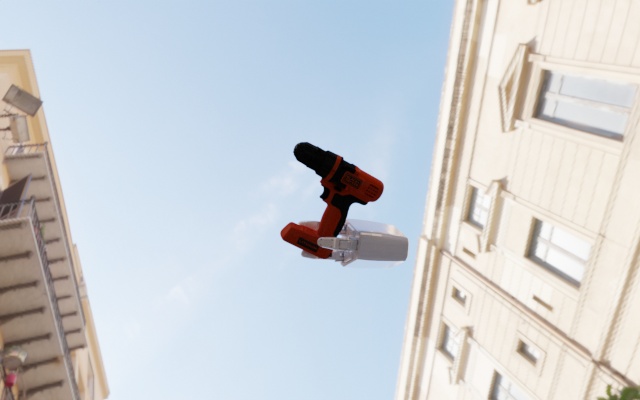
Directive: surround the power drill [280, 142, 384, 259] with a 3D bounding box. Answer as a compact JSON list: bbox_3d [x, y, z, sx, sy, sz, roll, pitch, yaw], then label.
[{"bbox_3d":[0.000,0.003,0.889,0.184,0.188,0.057,28,15,-11],"label":"power drill"}]
